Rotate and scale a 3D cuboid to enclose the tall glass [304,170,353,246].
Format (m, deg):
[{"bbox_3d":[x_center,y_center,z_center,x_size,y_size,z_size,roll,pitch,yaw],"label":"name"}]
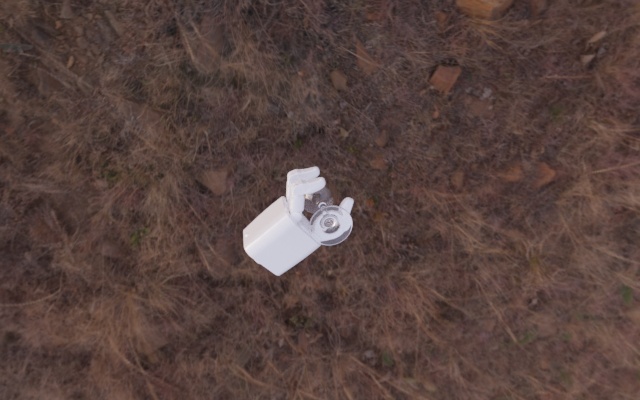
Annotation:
[{"bbox_3d":[0.000,0.003,0.883,0.079,0.079,0.201,0,24,-10],"label":"tall glass"}]
